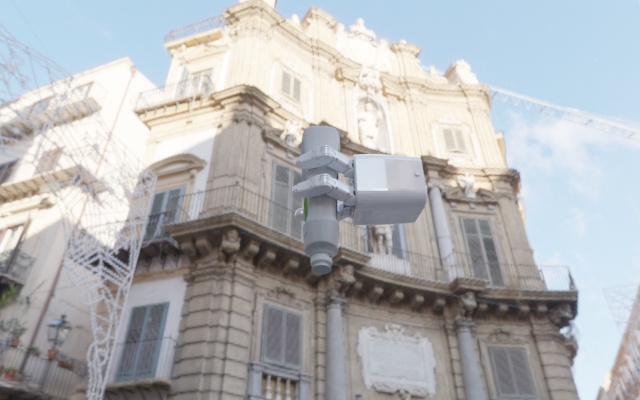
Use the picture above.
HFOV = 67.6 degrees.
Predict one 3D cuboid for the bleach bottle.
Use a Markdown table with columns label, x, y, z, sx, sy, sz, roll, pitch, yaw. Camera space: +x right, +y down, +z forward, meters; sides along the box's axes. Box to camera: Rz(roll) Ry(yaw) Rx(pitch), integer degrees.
| label | x | y | z | sx | sy | sz | roll | pitch | yaw |
| --- | --- | --- | --- | --- | --- | --- | --- | --- | --- |
| bleach bottle | 0.000 | 0.002 | 0.756 | 0.068 | 0.250 | 0.103 | 1 | -36 | -2 |
